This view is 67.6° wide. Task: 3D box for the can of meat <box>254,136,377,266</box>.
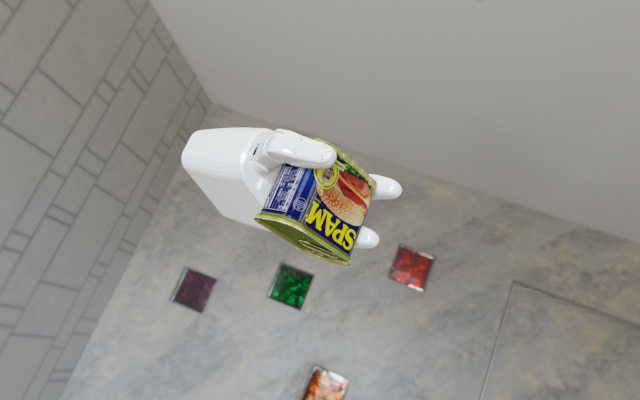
[{"bbox_3d":[0.000,0.001,0.440,0.057,0.084,0.102,7,-22,44],"label":"can of meat"}]
